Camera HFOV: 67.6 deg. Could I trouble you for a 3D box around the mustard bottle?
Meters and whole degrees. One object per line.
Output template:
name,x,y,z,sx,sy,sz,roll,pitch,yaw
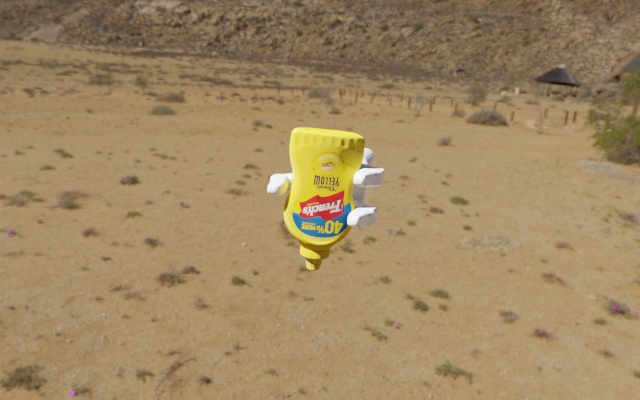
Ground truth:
mustard bottle,0.000,0.002,0.643,0.096,0.192,0.058,4,14,-11
